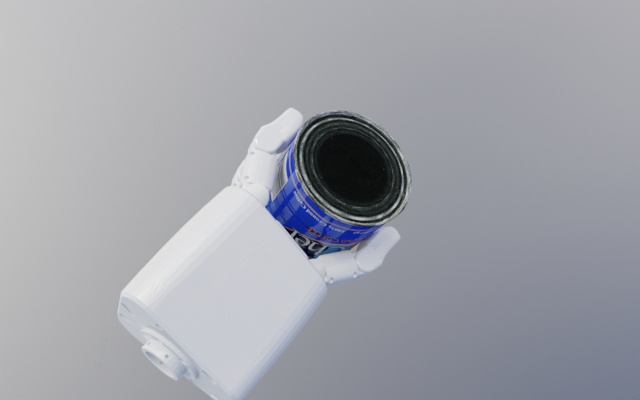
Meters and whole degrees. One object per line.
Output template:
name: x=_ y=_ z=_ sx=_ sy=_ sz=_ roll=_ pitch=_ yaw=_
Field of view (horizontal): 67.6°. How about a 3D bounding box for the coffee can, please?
coffee can: x=0.000 y=0.001 z=0.428 sx=0.103 sy=0.102 sz=0.140 roll=0 pitch=-25 yaw=-25
